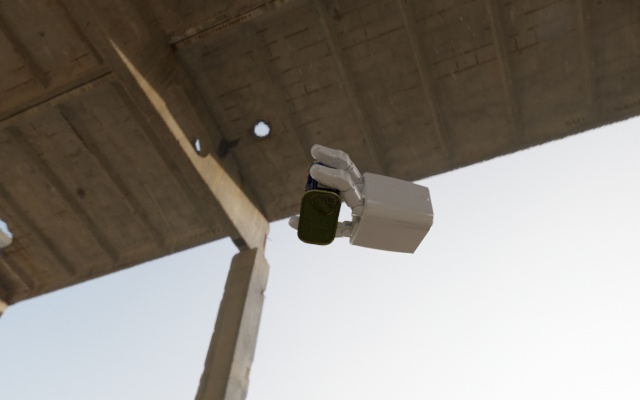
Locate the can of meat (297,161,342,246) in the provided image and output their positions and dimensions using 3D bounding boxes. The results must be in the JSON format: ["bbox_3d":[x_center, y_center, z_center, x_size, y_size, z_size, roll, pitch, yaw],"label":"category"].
[{"bbox_3d":[0.000,0.002,0.723,0.057,0.102,0.084,8,38,-1],"label":"can of meat"}]
